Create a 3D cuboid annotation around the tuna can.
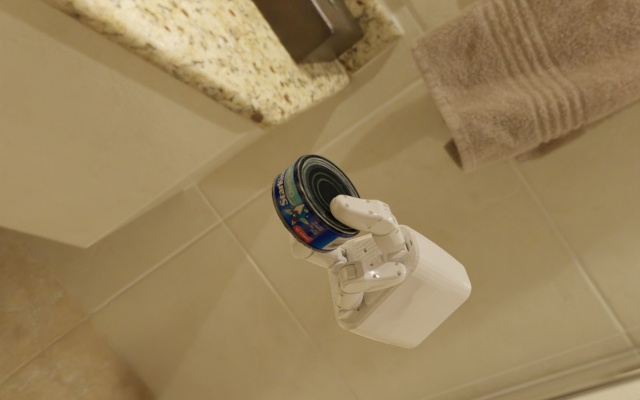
[{"bbox_3d":[0.000,0.001,0.426,0.034,0.086,0.086,-37,-22,32],"label":"tuna can"}]
